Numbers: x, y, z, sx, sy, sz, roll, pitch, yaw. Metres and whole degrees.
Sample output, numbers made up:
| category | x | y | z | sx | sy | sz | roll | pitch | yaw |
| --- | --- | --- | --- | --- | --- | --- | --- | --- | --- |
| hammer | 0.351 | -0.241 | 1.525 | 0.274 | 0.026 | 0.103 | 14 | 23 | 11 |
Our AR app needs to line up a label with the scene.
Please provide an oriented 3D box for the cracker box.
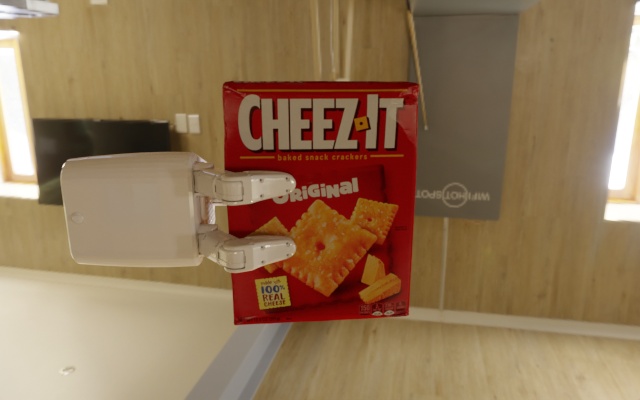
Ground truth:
| category | x | y | z | sx | sy | sz | roll | pitch | yaw |
| --- | --- | --- | --- | --- | --- | --- | --- | --- | --- |
| cracker box | 0.000 | 0.002 | 0.434 | 0.164 | 0.214 | 0.072 | -1 | 14 | -4 |
